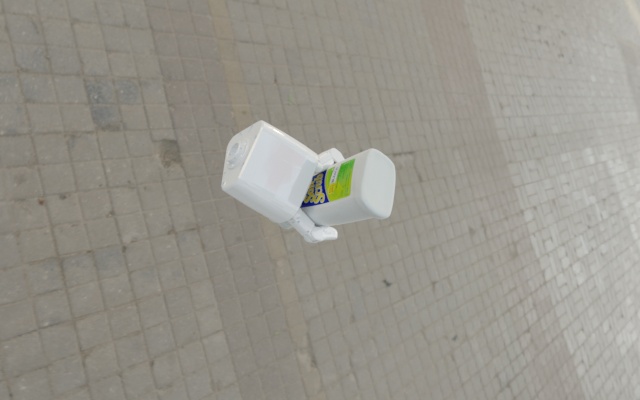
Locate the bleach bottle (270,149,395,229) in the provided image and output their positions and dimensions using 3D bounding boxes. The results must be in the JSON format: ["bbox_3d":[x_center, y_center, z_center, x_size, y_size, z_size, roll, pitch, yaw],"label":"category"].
[{"bbox_3d":[0.000,0.002,0.752,0.068,0.102,0.251,32,-34,-33],"label":"bleach bottle"}]
